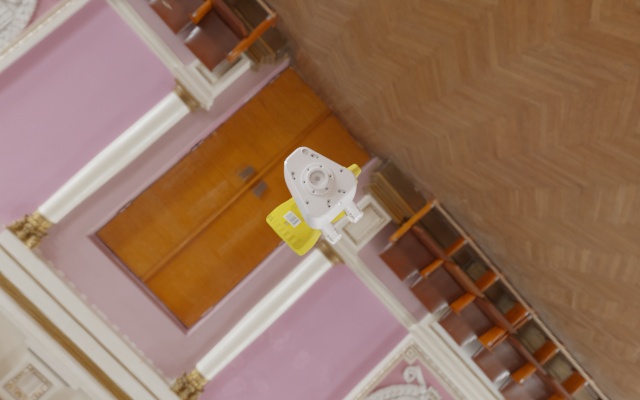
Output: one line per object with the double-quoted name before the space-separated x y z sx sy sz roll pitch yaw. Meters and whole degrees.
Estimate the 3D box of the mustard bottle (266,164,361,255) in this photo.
"mustard bottle" 0.000 0.003 0.869 0.096 0.191 0.058 42 -9 31
